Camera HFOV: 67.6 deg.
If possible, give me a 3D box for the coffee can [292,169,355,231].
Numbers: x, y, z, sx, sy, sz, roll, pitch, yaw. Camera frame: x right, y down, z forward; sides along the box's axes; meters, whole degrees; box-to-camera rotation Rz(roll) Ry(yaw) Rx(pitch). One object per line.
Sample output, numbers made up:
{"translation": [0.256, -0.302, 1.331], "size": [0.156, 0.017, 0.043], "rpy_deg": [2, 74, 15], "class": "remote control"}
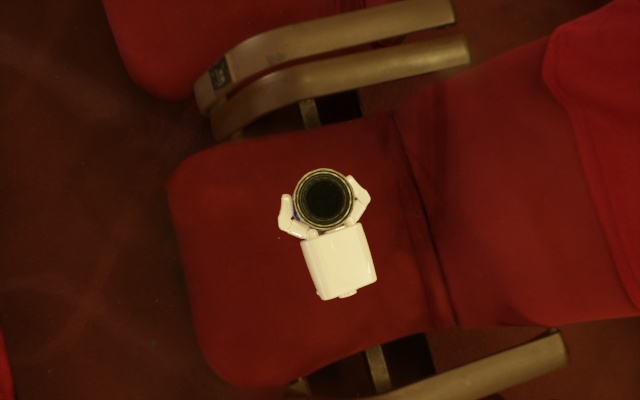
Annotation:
{"translation": [0.000, 0.003, 0.856], "size": [0.103, 0.103, 0.140], "rpy_deg": [0, -4, -5], "class": "coffee can"}
